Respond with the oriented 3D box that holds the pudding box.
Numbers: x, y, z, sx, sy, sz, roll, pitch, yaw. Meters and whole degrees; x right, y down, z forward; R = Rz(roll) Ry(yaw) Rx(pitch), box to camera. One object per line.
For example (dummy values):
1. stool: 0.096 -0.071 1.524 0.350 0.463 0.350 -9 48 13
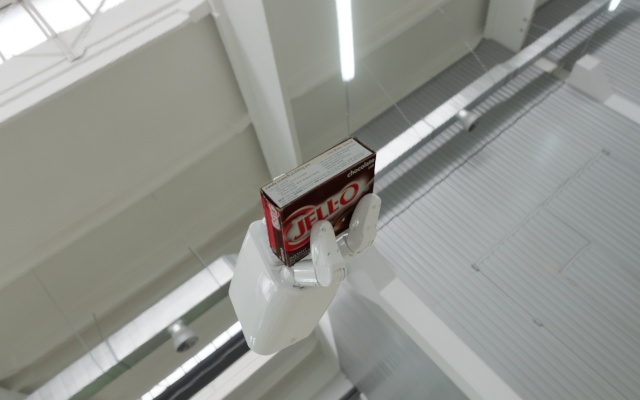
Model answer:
1. pudding box: 0.000 0.001 0.460 0.113 0.090 0.039 -34 57 -23
